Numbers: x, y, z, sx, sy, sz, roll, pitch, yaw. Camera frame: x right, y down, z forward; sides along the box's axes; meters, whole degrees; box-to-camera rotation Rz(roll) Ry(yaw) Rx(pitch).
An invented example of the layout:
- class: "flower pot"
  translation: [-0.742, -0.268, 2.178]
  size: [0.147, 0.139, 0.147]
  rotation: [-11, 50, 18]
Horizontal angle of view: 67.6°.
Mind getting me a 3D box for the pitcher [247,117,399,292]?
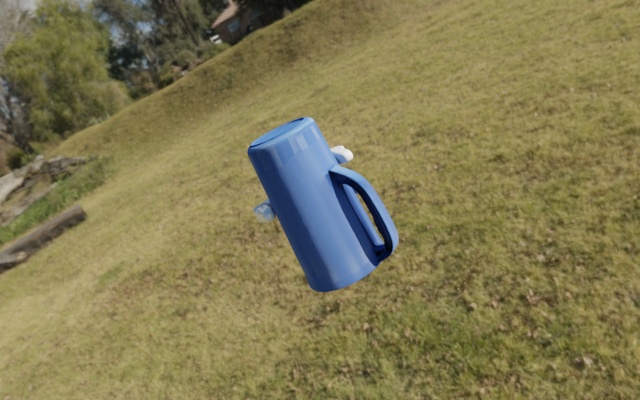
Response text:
- class: "pitcher"
  translation: [0.000, 0.002, 0.710]
  size: [0.149, 0.243, 0.145]
  rotation: [-28, 16, -4]
